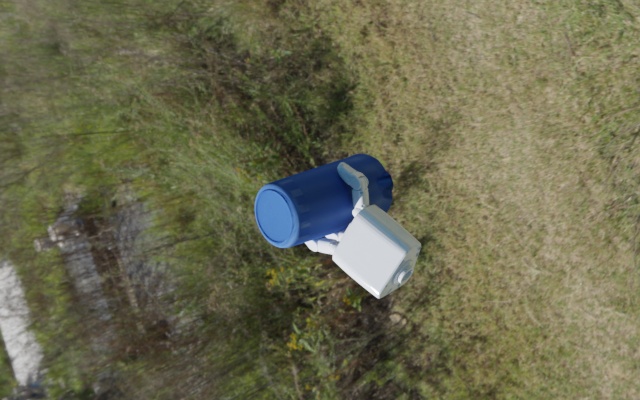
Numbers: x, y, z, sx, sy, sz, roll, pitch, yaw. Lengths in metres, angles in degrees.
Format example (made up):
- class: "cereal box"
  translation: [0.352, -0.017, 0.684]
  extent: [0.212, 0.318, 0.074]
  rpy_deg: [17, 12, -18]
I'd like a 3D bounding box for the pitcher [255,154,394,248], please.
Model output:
- class: "pitcher"
  translation: [0.000, 0.003, 0.847]
  extent: [0.243, 0.149, 0.145]
  rpy_deg: [-17, 48, -44]
